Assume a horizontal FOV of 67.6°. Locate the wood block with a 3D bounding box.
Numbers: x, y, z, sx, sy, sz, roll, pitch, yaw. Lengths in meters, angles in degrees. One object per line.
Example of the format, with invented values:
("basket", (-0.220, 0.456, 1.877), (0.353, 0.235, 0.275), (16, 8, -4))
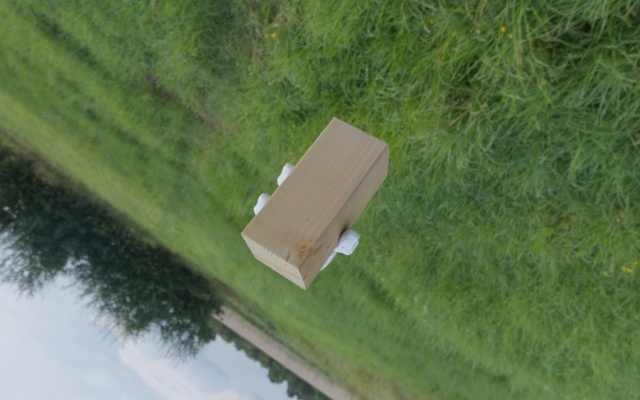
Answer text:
("wood block", (0.000, 0.003, 0.642), (0.091, 0.206, 0.090), (30, -21, 18))
